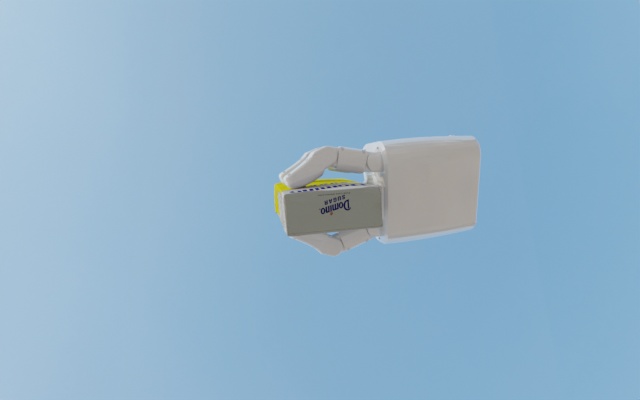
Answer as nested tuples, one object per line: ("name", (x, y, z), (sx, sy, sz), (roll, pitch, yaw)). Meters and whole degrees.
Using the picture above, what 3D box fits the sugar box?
("sugar box", (0.000, 0.001, 0.520), (0.093, 0.048, 0.176), (-5, 3, -9))
